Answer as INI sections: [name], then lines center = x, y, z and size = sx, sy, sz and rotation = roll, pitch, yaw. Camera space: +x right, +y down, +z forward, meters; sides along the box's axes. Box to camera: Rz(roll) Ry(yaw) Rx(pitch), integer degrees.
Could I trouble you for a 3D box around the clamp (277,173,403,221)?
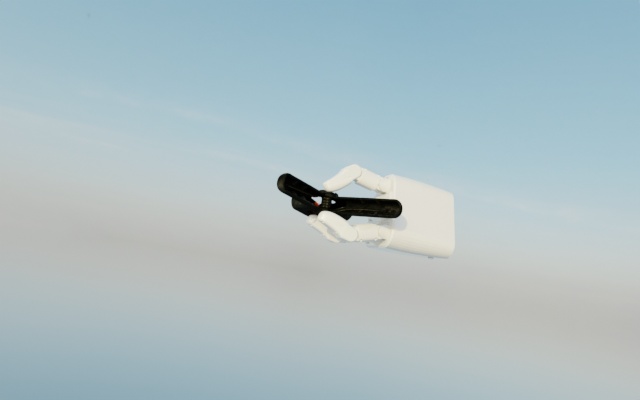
[clamp]
center = 0.000, 0.002, 0.683
size = 0.164, 0.036, 0.210
rotation = 16, -10, -16
